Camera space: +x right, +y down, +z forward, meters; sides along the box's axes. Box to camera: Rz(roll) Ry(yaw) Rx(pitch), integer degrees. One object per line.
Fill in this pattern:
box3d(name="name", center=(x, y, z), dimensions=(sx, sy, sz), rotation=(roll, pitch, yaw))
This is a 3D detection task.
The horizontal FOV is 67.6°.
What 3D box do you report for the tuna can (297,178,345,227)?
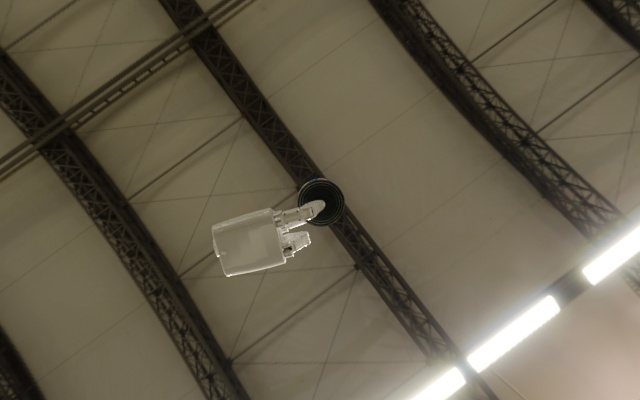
box3d(name="tuna can", center=(0.000, 0.003, 0.864), dimensions=(0.086, 0.086, 0.033), rotation=(0, 8, -2))
